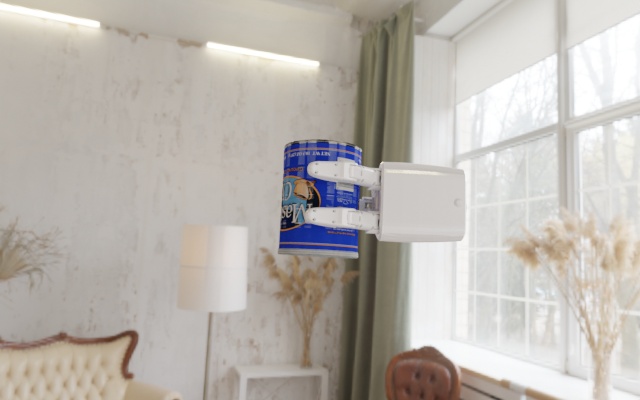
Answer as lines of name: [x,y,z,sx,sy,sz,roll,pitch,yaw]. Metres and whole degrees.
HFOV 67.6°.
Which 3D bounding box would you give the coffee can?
coffee can: [0.000,0.002,0.617,0.103,0.140,0.103,3,-7,0]
